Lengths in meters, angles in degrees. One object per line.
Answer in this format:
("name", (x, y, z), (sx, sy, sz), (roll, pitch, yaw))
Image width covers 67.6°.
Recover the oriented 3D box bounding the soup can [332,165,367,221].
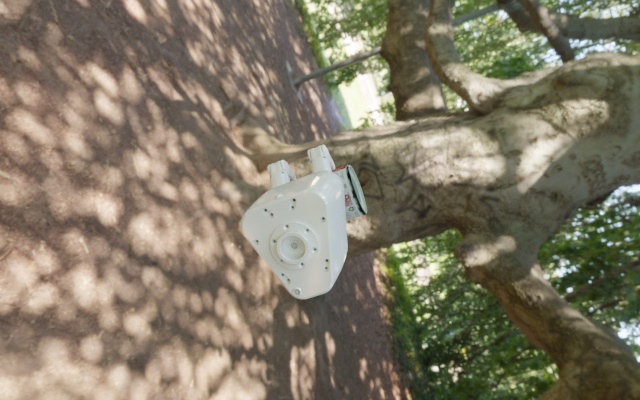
("soup can", (0.000, 0.002, 0.604), (0.102, 0.068, 0.068), (-19, -4, 12))
